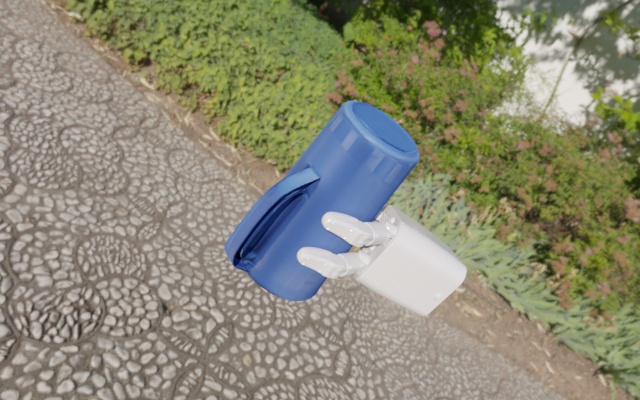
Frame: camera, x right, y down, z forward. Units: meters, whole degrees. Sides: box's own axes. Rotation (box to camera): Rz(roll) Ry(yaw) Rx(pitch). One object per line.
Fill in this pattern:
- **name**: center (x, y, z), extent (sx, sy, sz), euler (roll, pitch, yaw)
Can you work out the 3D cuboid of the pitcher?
- **pitcher**: center (0.000, 0.002, 0.583), extent (0.145, 0.243, 0.149), euler (32, 28, -11)
